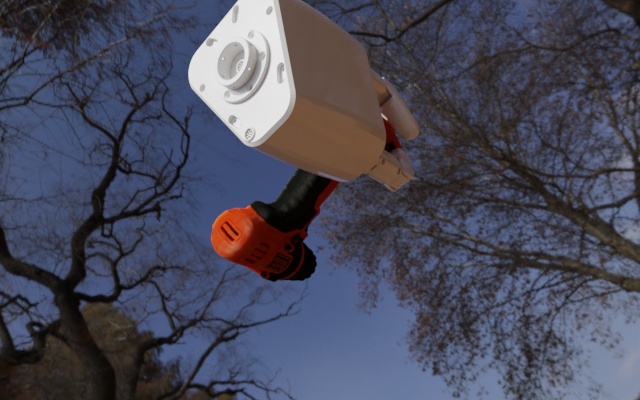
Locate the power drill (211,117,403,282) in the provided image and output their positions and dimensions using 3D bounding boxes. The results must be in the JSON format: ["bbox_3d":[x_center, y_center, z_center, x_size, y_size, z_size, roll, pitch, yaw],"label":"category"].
[{"bbox_3d":[0.000,0.001,0.470,0.057,0.187,0.184,41,0,23],"label":"power drill"}]
